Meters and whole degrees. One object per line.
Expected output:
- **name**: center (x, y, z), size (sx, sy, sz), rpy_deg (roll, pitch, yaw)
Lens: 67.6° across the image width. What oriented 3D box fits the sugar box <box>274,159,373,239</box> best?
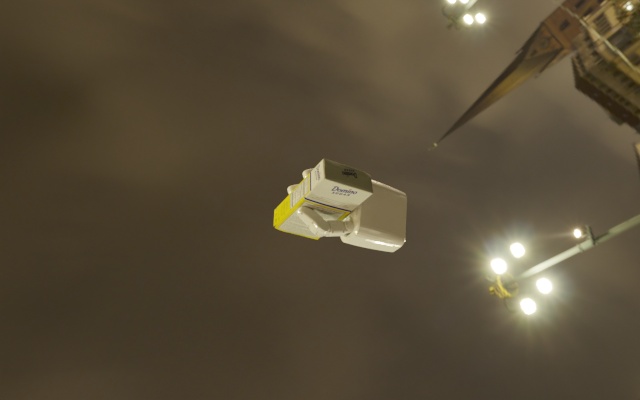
- **sugar box**: center (0.000, 0.002, 0.802), size (0.093, 0.048, 0.176), rpy_deg (16, -39, -27)
